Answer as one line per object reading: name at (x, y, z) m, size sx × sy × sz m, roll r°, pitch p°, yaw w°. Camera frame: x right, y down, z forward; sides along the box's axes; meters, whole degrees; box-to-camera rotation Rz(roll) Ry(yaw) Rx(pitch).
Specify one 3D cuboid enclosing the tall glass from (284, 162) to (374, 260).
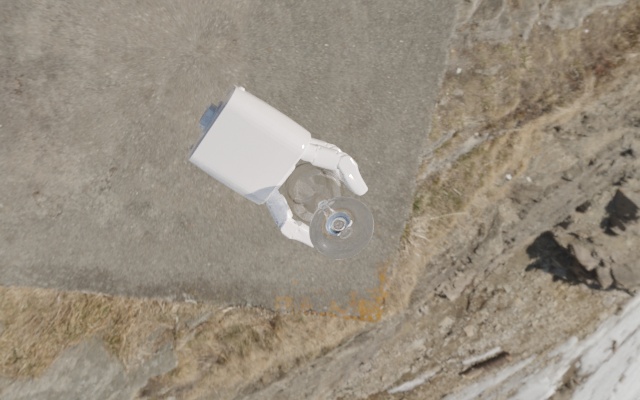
tall glass at (0.000, 0.002, 0.616) m, size 0.079 × 0.079 × 0.201 m, roll 0°, pitch 17°, yaw -14°
